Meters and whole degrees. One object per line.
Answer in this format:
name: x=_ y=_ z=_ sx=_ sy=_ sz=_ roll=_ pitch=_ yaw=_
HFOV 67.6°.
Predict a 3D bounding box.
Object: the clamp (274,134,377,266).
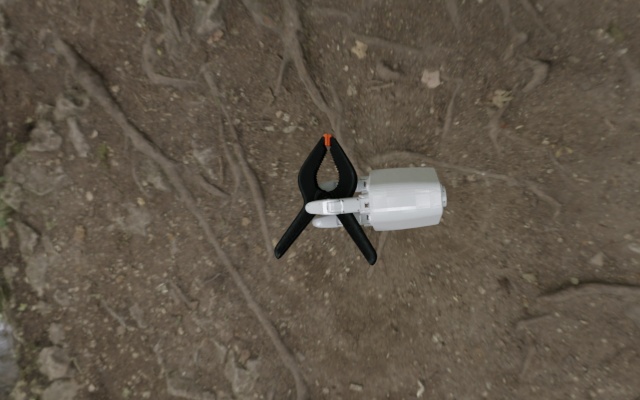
clamp: x=0.000 y=0.002 z=0.754 sx=0.164 sy=0.210 sz=0.036 roll=-4 pitch=2 yaw=10
